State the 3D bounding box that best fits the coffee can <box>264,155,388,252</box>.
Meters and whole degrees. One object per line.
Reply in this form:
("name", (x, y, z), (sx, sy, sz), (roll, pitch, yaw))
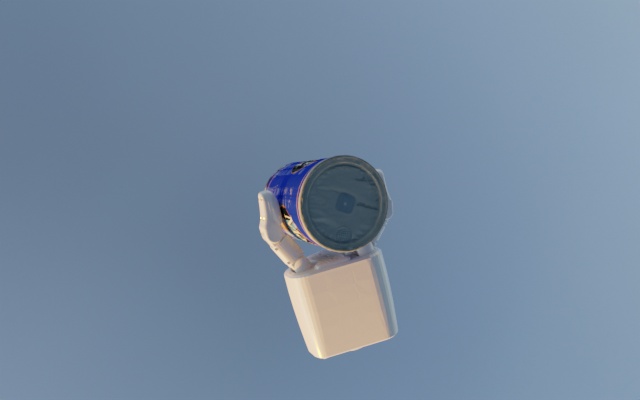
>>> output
("coffee can", (0.000, 0.002, 0.564), (0.103, 0.103, 0.140), (0, 1, -23))
